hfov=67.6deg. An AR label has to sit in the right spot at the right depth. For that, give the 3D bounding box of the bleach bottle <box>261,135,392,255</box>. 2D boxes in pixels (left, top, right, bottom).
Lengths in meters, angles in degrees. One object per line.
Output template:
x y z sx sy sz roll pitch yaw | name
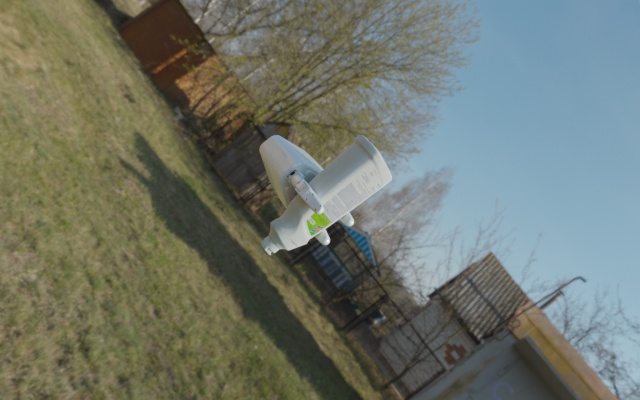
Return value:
0.000 0.003 0.821 0.068 0.251 0.103 52 0 41 | bleach bottle
